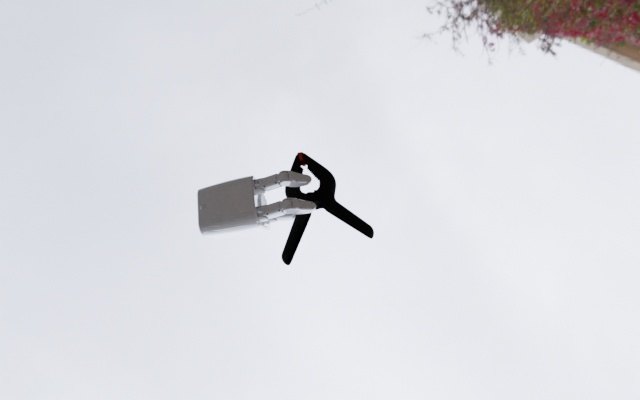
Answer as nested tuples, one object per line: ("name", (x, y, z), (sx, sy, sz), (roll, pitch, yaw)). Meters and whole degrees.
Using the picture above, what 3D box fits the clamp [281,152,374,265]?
("clamp", (0.000, 0.003, 0.859), (0.164, 0.210, 0.036), (-11, -26, 4))
